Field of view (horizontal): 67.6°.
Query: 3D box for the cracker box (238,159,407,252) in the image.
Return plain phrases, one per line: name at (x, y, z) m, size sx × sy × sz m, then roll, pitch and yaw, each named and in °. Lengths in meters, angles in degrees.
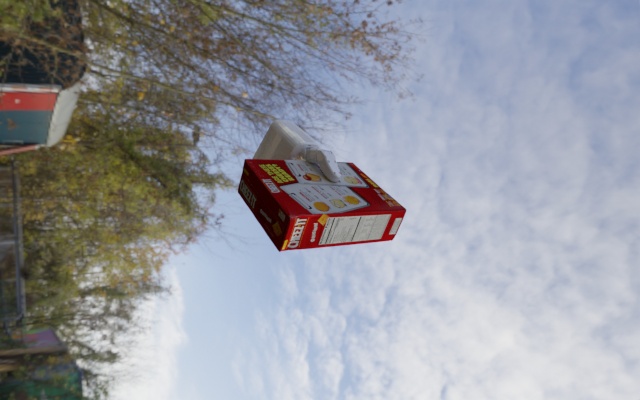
cracker box at (0.000, 0.002, 0.755) m, size 0.214 × 0.072 × 0.164 m, roll -2°, pitch 33°, yaw -33°
